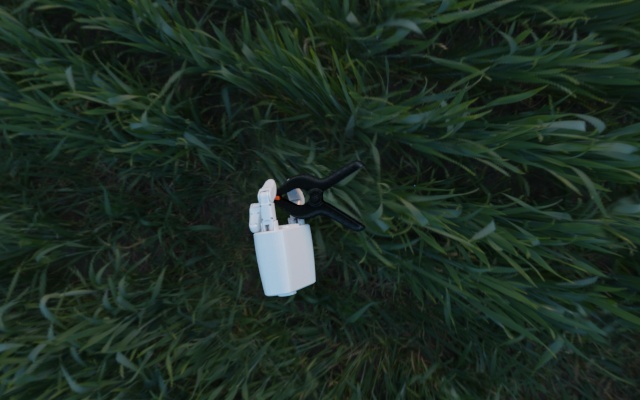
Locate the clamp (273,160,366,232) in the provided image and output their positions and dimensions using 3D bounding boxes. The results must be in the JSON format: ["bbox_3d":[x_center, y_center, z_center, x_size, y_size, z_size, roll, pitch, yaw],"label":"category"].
[{"bbox_3d":[0.000,0.003,0.822,0.171,0.120,0.039,-9,-2,11],"label":"clamp"}]
